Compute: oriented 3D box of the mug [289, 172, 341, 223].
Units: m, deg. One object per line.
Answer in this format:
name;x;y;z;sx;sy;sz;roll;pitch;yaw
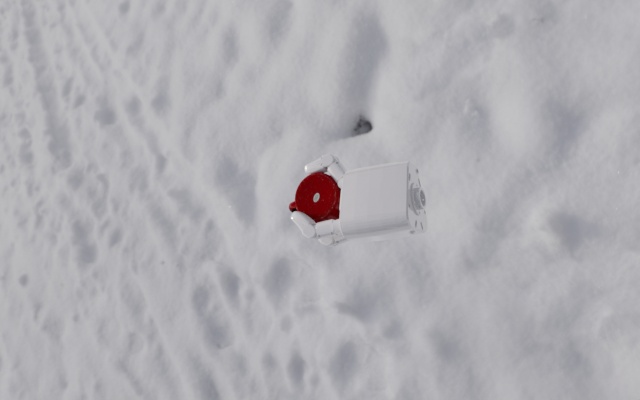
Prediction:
mug;-0.001;0.003;0.802;0.117;0.093;0.081;-11;-16;28
